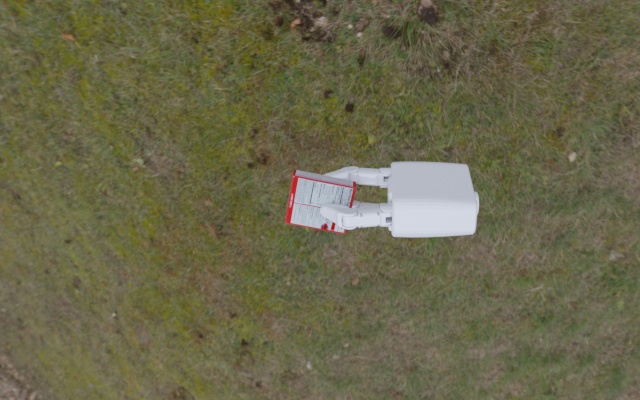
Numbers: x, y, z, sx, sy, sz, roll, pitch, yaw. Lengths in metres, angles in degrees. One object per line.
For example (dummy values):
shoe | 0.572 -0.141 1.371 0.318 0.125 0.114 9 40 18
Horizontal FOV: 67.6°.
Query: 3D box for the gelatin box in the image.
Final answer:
gelatin box | 0.000 0.002 0.665 0.089 0.073 0.030 10 23 -2
